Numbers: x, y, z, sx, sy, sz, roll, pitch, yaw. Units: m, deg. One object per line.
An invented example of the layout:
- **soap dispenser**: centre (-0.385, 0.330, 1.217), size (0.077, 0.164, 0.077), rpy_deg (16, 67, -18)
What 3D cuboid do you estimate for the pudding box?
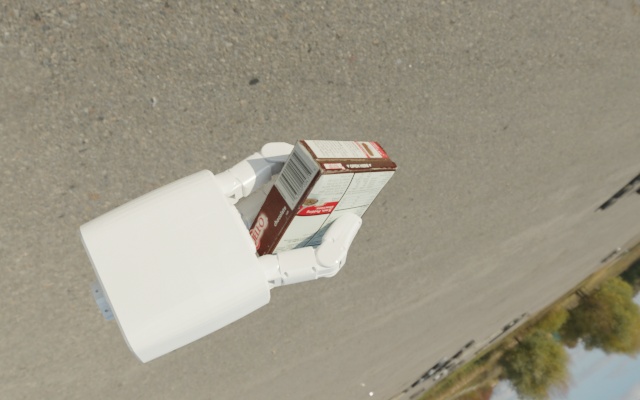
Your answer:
- **pudding box**: centre (0.000, 0.001, 0.408), size (0.090, 0.039, 0.113), rpy_deg (-6, -38, -42)
